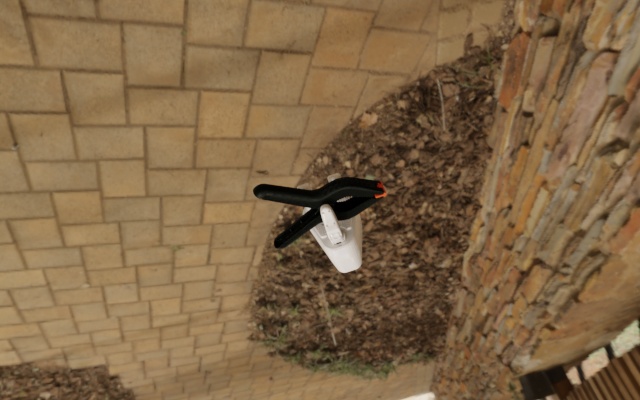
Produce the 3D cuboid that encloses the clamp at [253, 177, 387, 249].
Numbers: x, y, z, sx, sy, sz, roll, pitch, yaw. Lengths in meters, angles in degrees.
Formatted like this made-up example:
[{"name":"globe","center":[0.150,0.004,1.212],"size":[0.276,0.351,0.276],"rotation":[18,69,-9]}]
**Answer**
[{"name":"clamp","center":[0.001,0.003,0.768],"size":[0.210,0.036,0.165],"rotation":[-19,-36,3]}]
